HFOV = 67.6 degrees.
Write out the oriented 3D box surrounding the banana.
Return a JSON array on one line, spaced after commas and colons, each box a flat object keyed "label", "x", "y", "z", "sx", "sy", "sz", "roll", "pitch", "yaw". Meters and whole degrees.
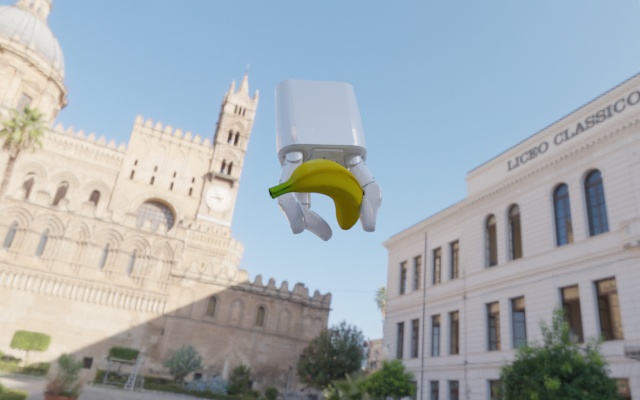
[{"label": "banana", "x": 0.014, "y": -0.008, "z": 0.559, "sx": 0.069, "sy": 0.037, "sz": 0.198, "roll": -29, "pitch": -26, "yaw": 17}]
